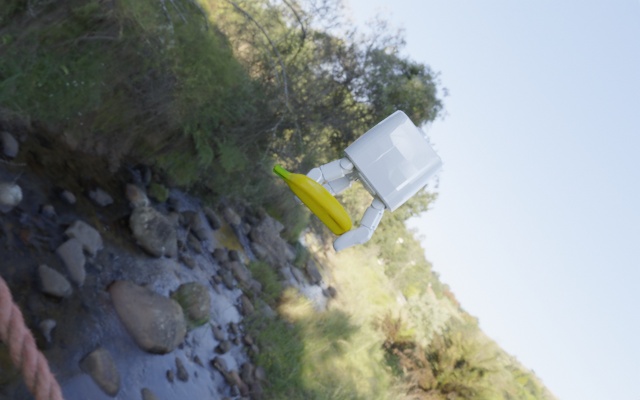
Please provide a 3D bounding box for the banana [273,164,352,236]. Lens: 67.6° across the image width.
[{"bbox_3d":[0.008,0.011,0.688,0.069,0.037,0.198,47,0,42],"label":"banana"}]
